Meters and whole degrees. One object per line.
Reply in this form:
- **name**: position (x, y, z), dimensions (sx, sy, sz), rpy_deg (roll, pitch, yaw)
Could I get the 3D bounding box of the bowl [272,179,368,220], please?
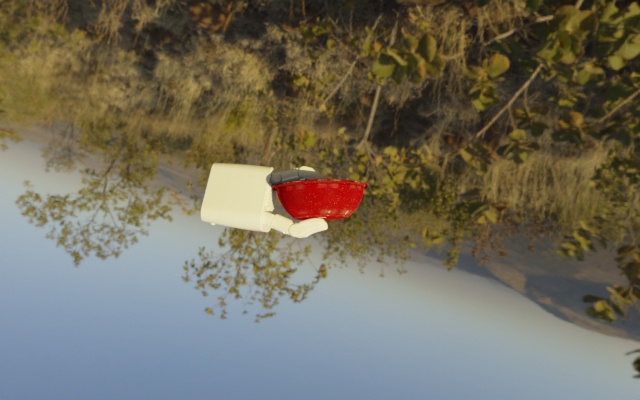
- **bowl**: position (0.001, 0.003, 0.799), dimensions (0.162, 0.055, 0.162), rpy_deg (-2, -6, 0)
